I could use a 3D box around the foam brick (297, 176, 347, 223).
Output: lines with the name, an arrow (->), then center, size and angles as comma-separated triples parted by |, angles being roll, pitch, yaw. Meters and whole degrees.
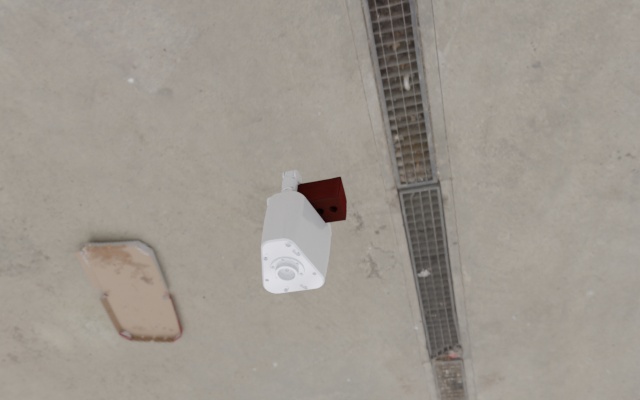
foam brick -> 0.000, 0.002, 0.765 | 0.078, 0.053, 0.051 | -10, 37, 12
